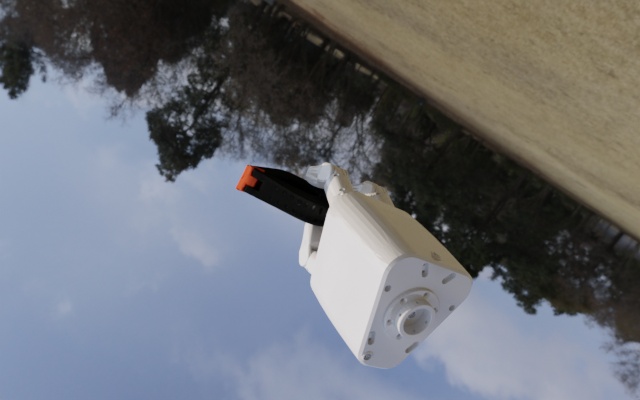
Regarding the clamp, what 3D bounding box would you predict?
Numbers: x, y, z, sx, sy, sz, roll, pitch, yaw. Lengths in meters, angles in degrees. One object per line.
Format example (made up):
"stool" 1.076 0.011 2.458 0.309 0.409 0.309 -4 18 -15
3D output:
"clamp" -0.001 0.002 0.535 0.210 0.036 0.164 21 13 -30
